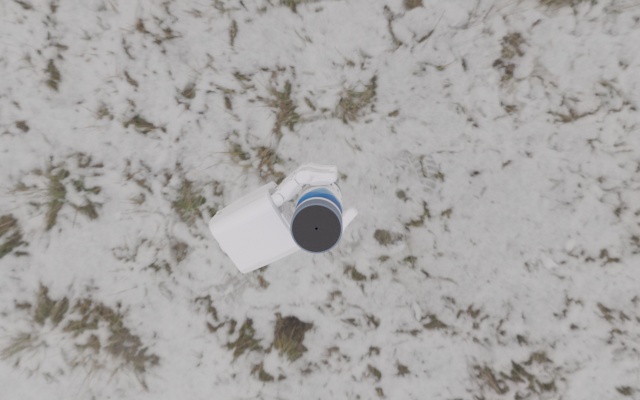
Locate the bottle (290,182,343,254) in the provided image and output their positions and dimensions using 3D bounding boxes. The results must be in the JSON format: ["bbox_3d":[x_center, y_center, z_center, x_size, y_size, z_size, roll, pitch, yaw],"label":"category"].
[{"bbox_3d":[0.000,0.002,0.742,0.069,0.069,0.295,0,13,2],"label":"bottle"}]
